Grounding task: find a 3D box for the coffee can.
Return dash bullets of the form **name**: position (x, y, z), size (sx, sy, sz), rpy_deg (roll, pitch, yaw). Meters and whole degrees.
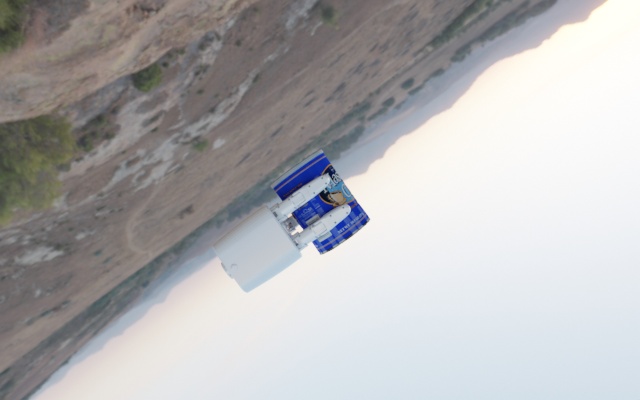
- **coffee can**: position (0.000, 0.002, 0.781), size (0.103, 0.140, 0.103), rpy_deg (-35, 2, 1)
